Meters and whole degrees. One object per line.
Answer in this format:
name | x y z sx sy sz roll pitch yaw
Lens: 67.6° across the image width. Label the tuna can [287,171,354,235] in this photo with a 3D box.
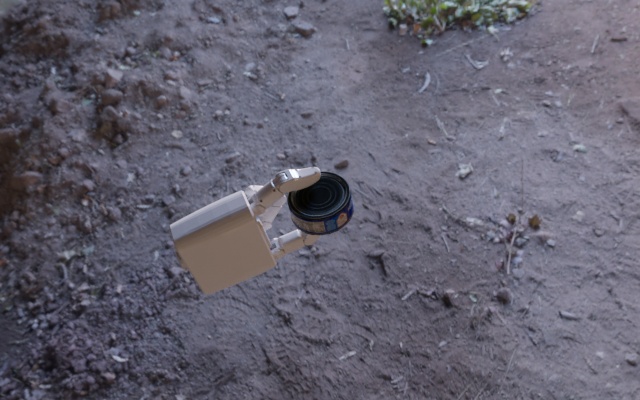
tuna can | 0.000 0.002 0.627 0.086 0.086 0.034 0 -41 11
